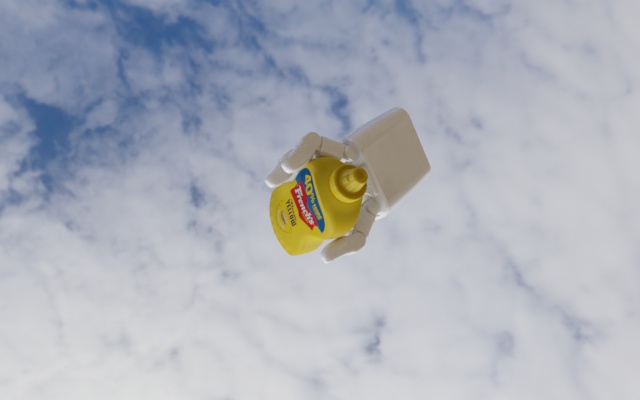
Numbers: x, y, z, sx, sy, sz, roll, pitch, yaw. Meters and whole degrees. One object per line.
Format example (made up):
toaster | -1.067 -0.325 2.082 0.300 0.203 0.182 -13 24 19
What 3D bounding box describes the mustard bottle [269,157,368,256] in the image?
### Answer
mustard bottle | 0.000 0.002 0.571 0.058 0.096 0.192 -9 -13 -30
